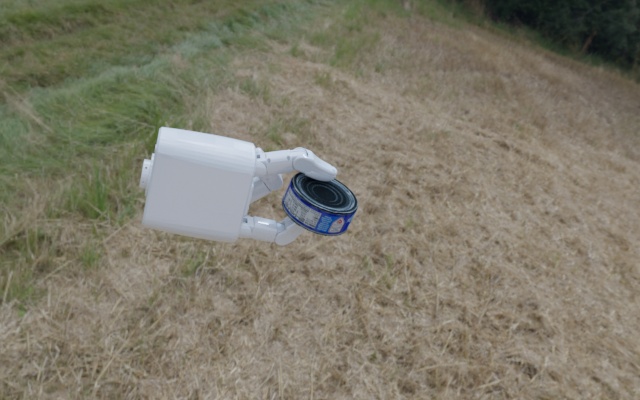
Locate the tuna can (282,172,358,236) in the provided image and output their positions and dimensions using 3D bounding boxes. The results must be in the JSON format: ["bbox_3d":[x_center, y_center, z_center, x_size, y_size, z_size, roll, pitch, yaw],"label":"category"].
[{"bbox_3d":[0.000,0.001,0.561,0.086,0.034,0.086,19,29,-11],"label":"tuna can"}]
